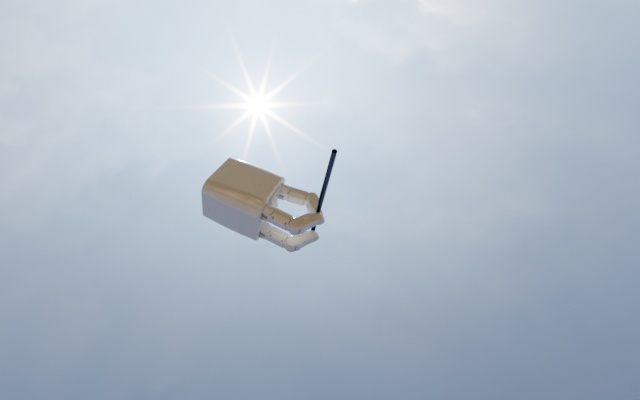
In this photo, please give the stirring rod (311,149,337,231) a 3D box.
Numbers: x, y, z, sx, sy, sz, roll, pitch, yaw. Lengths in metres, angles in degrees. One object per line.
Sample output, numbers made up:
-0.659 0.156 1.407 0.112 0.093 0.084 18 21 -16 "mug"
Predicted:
0.000 0.002 0.751 0.011 0.011 0.240 0 -36 -11 "stirring rod"
